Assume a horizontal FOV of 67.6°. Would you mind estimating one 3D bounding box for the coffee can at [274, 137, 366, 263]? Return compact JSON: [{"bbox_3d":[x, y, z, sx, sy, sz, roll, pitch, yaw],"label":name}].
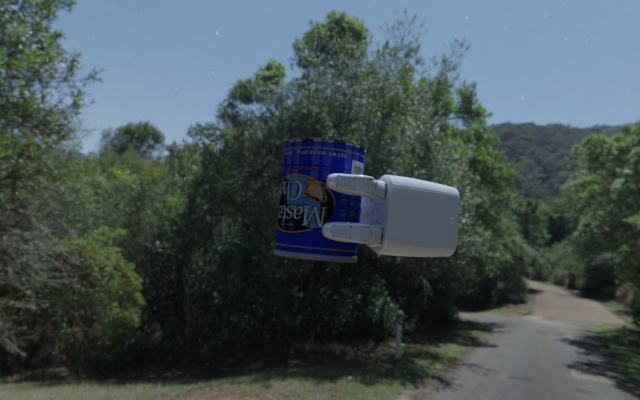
[{"bbox_3d":[0.000,0.002,0.591,0.103,0.140,0.103,5,-4,0],"label":"coffee can"}]
